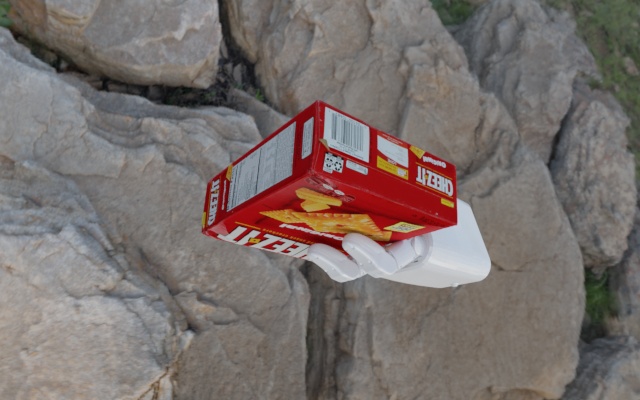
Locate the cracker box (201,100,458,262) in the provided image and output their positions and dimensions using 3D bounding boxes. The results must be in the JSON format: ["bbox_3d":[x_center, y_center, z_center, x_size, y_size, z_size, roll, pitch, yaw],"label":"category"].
[{"bbox_3d":[0.000,0.001,0.478,0.164,0.072,0.214,19,-27,-31],"label":"cracker box"}]
